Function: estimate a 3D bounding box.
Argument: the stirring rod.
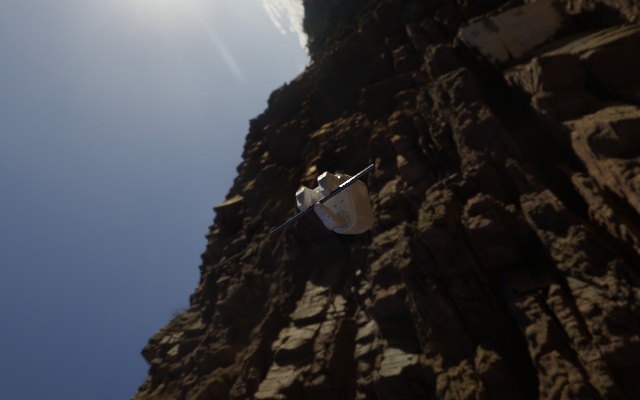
[{"bbox_3d":[0.000,0.003,0.876,0.239,0.011,0.011,-34,-14,21],"label":"stirring rod"}]
